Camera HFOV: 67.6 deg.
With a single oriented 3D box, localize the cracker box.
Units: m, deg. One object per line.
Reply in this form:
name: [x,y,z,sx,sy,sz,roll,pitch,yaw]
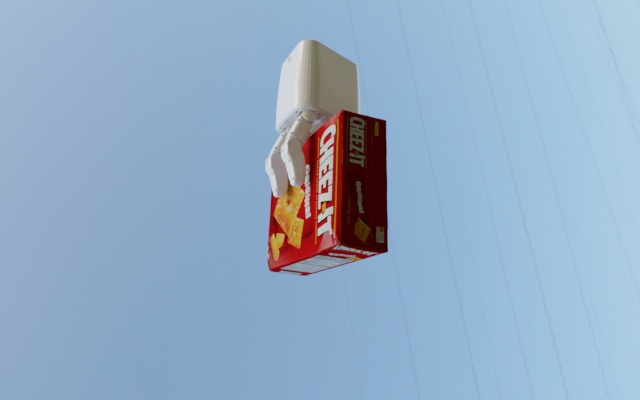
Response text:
cracker box: [0.000,0.002,0.624,0.072,0.164,0.214,10,-19,-25]
